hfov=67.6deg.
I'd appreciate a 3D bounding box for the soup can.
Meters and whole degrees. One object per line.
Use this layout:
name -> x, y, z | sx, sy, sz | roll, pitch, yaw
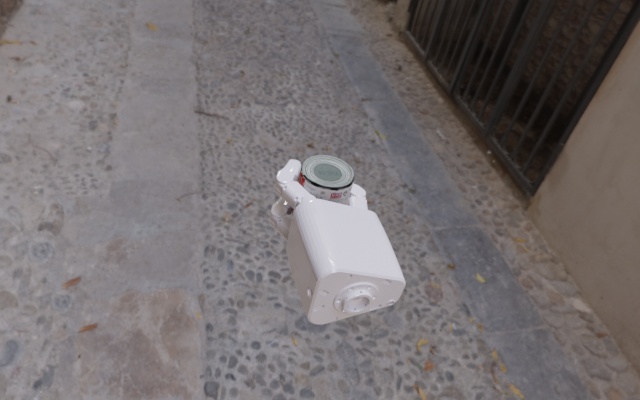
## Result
soup can -> 0.000, 0.001, 0.609 | 0.068, 0.102, 0.068 | 8, 39, -7
